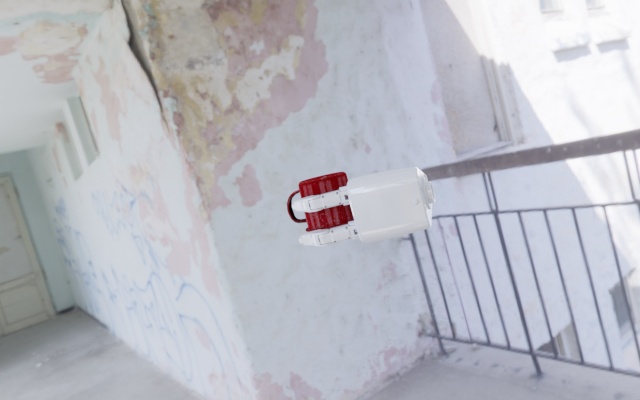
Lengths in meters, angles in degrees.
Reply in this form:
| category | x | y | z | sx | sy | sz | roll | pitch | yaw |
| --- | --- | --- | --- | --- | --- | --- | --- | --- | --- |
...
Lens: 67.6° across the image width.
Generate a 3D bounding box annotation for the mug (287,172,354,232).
| category | x | y | z | sx | sy | sz | roll | pitch | yaw |
| --- | --- | --- | --- | --- | --- | --- | --- | --- | --- |
| mug | -0.001 | 0.003 | 0.786 | 0.117 | 0.081 | 0.093 | -12 | 6 | 18 |
